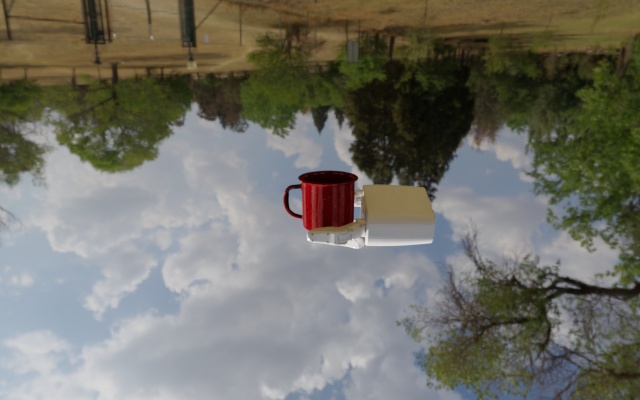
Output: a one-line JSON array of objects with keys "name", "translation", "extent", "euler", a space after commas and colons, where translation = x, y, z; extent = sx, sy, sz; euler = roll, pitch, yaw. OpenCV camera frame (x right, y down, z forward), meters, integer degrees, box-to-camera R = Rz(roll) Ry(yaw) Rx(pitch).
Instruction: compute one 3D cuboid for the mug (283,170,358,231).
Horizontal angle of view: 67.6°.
[{"name": "mug", "translation": [-0.001, 0.003, 0.746], "extent": [0.117, 0.081, 0.093], "euler": [0, 16, 0]}]
